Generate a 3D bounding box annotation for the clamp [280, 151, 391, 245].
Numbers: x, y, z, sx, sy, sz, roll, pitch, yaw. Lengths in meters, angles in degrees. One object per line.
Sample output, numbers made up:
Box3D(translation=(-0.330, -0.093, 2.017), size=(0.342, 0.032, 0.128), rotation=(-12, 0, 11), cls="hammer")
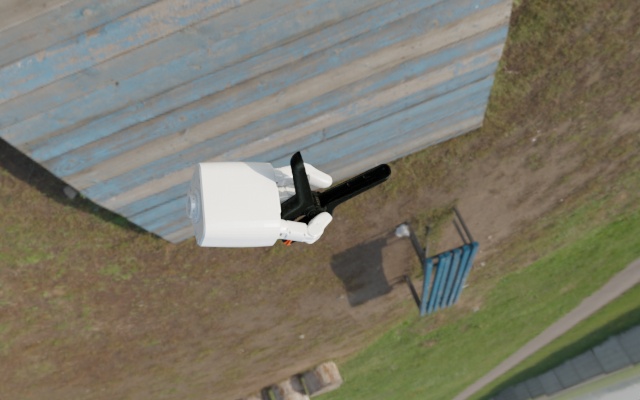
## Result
Box3D(translation=(0.000, 0.003, 0.723), size=(0.164, 0.036, 0.210), rotation=(1, -36, -27), cls="clamp")
